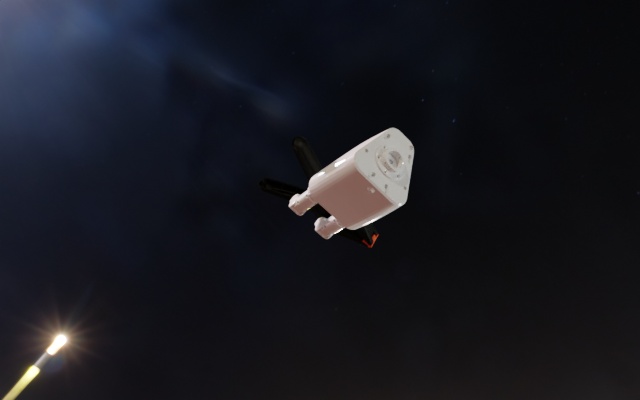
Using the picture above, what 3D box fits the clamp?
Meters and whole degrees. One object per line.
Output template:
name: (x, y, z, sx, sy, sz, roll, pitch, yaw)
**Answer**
clamp: (0.001, 0.002, 0.757, 0.210, 0.036, 0.164, 43, -33, -13)
